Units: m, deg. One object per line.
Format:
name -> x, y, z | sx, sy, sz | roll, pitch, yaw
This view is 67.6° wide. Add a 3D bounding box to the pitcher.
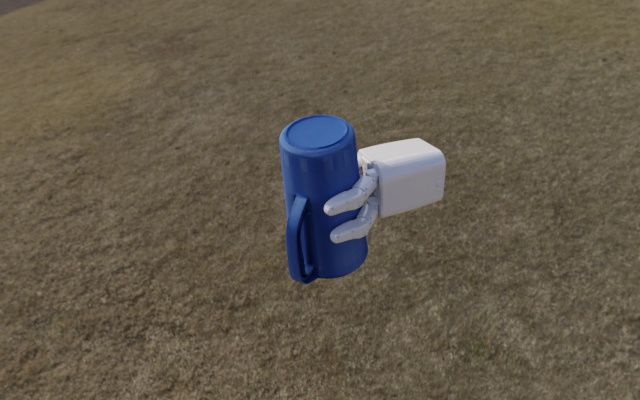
pitcher -> 0.000, 0.002, 0.735 | 0.145, 0.243, 0.149 | -14, 40, -9
